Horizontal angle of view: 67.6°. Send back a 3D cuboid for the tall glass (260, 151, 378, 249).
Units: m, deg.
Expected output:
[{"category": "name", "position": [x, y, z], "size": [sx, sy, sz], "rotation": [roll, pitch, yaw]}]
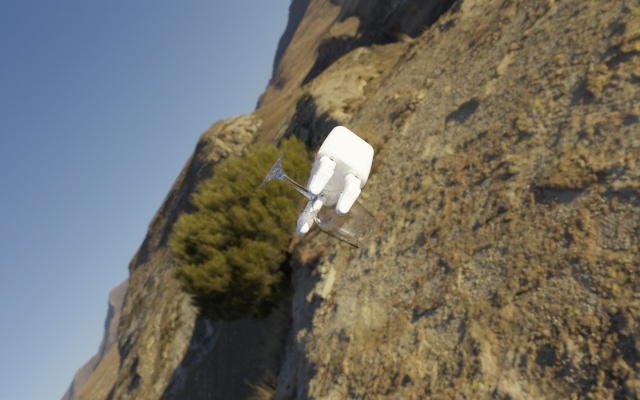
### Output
[{"category": "tall glass", "position": [-0.001, 0.002, 0.815], "size": [0.201, 0.079, 0.079], "rotation": [34, -6, -8]}]
